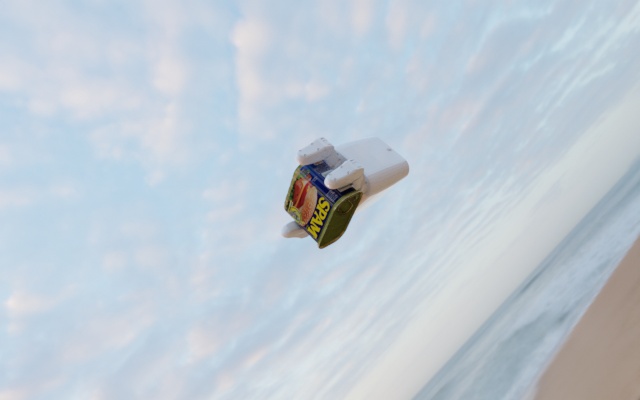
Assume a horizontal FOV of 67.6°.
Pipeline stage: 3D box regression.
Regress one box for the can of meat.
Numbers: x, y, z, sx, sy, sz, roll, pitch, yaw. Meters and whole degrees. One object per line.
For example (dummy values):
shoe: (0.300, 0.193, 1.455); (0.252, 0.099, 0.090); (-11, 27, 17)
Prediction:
can of meat: (0.000, 0.002, 0.667); (0.057, 0.102, 0.084); (-25, 59, -40)
